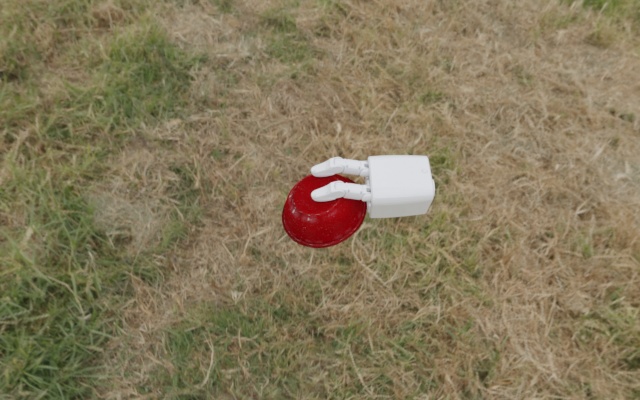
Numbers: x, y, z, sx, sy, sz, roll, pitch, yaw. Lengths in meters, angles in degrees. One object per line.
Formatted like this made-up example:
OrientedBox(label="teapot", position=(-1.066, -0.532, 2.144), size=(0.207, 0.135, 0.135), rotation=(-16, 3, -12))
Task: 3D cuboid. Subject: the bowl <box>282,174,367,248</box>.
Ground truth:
OrientedBox(label="bowl", position=(-0.001, 0.003, 0.857), size=(0.162, 0.162, 0.055), rotation=(0, -35, 17))
